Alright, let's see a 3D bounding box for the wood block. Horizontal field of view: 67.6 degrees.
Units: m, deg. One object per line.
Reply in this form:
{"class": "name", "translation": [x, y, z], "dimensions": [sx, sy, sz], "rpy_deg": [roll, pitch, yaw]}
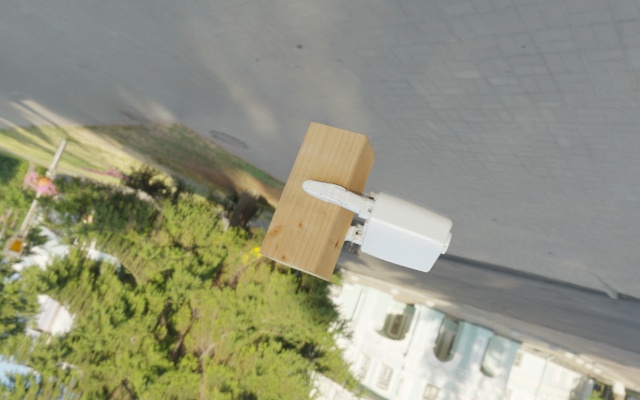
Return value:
{"class": "wood block", "translation": [0.000, 0.002, 0.705], "dimensions": [0.090, 0.206, 0.091], "rpy_deg": [18, -11, 19]}
